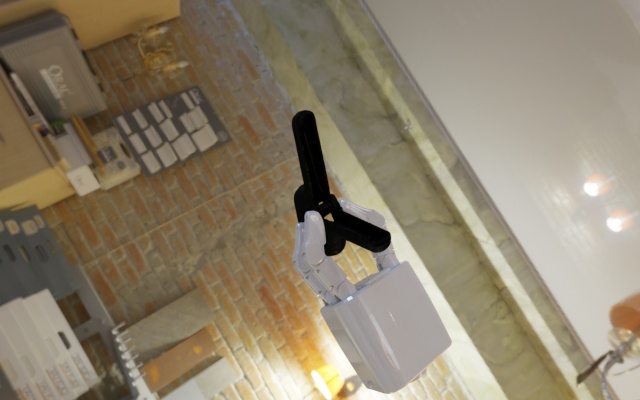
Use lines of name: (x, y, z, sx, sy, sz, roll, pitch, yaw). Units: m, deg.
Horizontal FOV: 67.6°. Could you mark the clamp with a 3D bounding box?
clamp: (0.001, 0.002, 0.551, 0.036, 0.164, 0.210, -25, -9, -19)
